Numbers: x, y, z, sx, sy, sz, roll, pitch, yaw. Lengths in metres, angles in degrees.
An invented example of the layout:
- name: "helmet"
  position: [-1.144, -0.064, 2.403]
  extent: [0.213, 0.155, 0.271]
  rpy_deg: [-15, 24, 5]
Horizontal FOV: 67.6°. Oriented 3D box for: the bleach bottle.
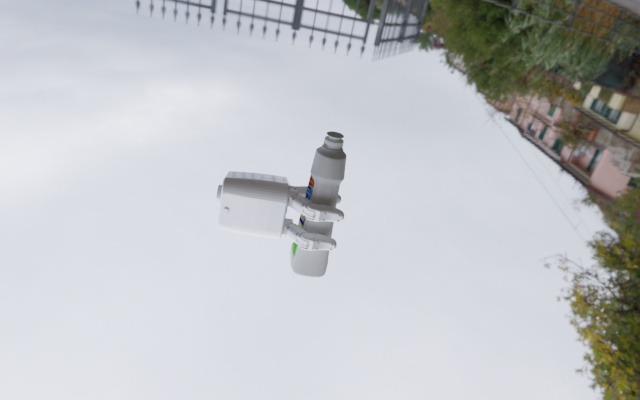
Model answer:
- name: "bleach bottle"
  position: [0.000, 0.003, 0.809]
  extent: [0.068, 0.251, 0.102]
  rpy_deg: [8, 27, -7]
